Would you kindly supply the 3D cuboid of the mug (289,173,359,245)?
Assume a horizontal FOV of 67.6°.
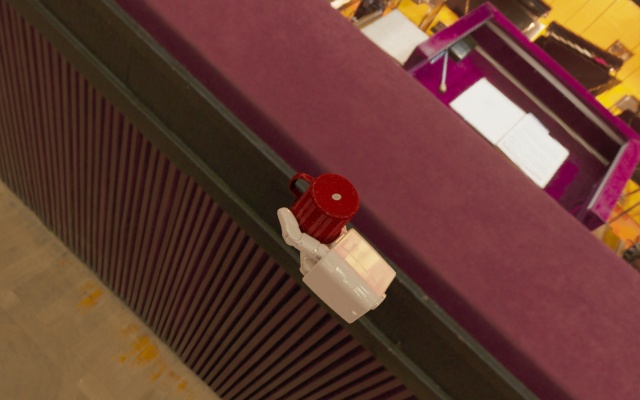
[{"bbox_3d":[-0.001,0.001,0.744,0.093,0.117,0.081,-42,-6,-38],"label":"mug"}]
